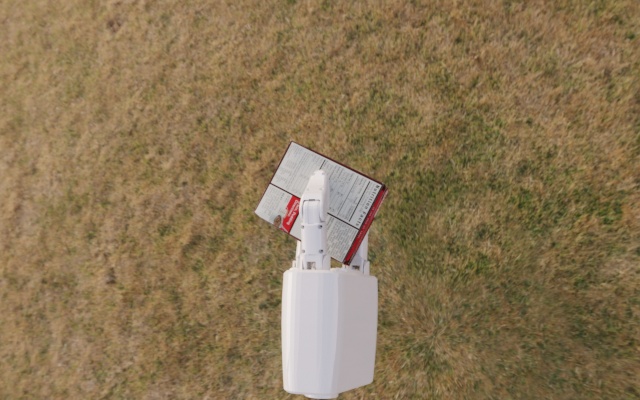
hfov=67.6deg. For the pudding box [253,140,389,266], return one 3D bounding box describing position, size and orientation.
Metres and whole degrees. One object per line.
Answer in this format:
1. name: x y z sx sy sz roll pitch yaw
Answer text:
1. pudding box: 0.000 0.002 0.487 0.113 0.090 0.039 28 -2 16
